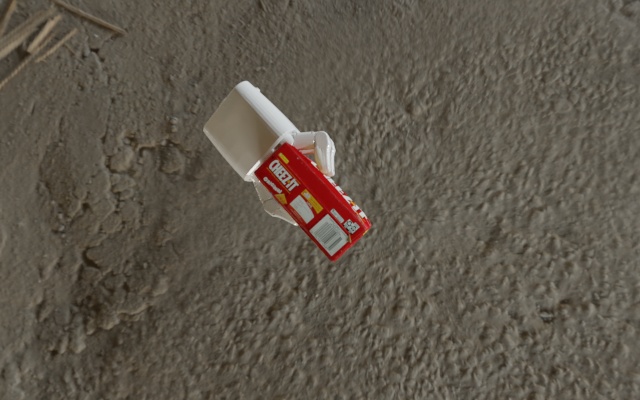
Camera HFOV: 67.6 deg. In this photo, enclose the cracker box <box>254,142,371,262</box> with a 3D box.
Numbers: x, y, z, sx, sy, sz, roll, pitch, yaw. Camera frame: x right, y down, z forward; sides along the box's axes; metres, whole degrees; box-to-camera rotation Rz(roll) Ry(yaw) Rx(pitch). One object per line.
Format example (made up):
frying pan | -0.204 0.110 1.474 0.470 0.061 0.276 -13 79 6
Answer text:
cracker box | 0.000 0.003 0.732 0.072 0.164 0.214 -43 -6 5
